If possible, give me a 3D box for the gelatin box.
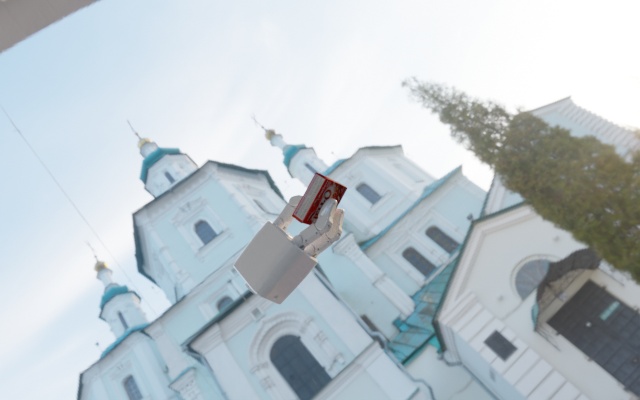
[{"bbox_3d":[0.000,0.002,0.834,0.030,0.089,0.073,32,7,35],"label":"gelatin box"}]
